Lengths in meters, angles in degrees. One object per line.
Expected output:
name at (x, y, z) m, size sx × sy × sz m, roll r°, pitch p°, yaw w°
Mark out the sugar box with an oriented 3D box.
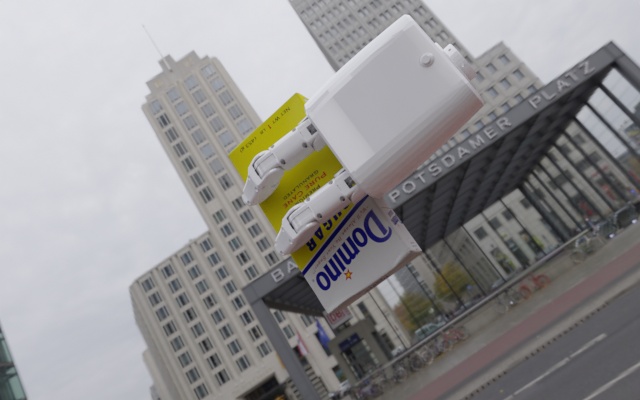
sugar box at (0.000, 0.001, 0.427) m, size 0.093 × 0.176 × 0.048 m, roll -40°, pitch -19°, yaw 17°
